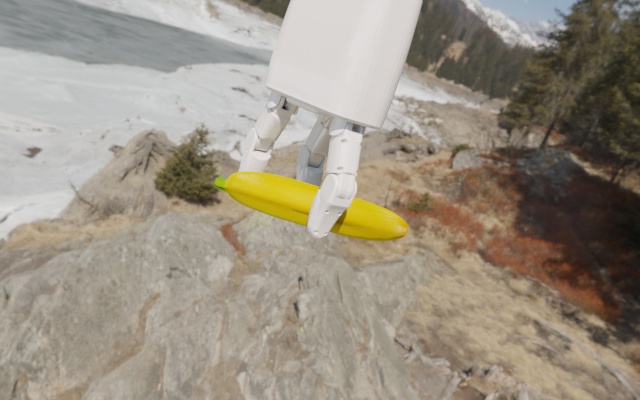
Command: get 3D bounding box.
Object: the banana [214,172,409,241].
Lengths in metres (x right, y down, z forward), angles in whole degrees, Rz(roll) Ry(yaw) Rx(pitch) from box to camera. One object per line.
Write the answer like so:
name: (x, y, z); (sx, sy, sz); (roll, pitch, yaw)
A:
banana: (-0.002, 0.005, 0.444); (0.198, 0.037, 0.069); (17, 10, -8)
